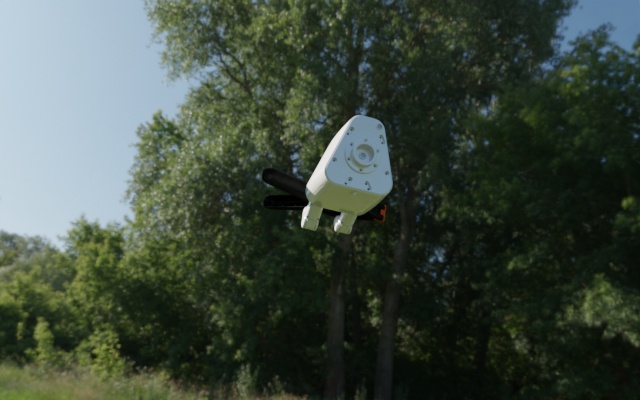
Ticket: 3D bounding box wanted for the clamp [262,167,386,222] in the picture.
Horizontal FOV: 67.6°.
[{"bbox_3d":[0.001,0.002,0.779,0.210,0.036,0.164,13,-16,-9],"label":"clamp"}]
